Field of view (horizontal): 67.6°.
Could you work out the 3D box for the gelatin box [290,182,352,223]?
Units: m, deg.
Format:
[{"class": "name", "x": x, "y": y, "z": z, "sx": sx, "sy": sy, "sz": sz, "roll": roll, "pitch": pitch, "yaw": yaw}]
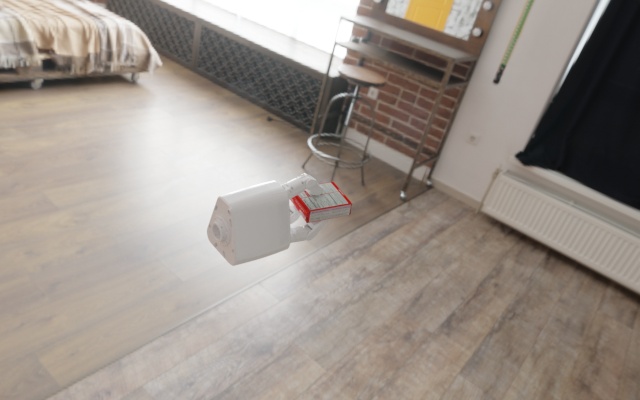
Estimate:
[{"class": "gelatin box", "x": 0.000, "y": 0.002, "z": 0.850, "sx": 0.089, "sy": 0.030, "sz": 0.073, "roll": -11, "pitch": 39, "yaw": -26}]
